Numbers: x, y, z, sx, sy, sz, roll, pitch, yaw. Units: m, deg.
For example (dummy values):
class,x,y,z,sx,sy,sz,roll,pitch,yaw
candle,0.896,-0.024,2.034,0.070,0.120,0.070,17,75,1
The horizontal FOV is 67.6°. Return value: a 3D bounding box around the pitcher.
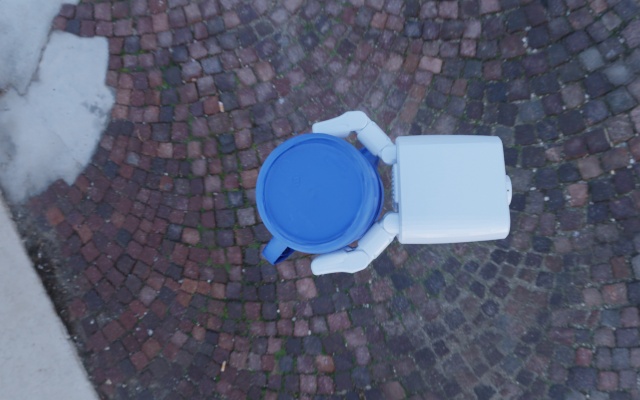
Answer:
class,x,y,z,sx,sy,sz,roll,pitch,yaw
pitcher,0.000,0.002,0.534,0.145,0.149,0.243,-1,0,7
